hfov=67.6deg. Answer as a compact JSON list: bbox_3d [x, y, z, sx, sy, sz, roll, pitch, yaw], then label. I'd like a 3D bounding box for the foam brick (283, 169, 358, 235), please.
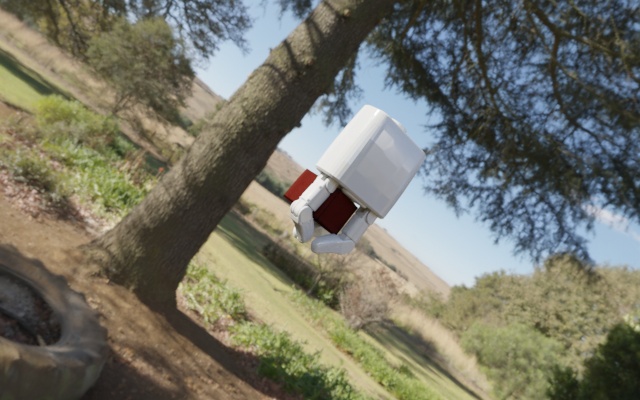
[{"bbox_3d":[0.000,0.002,0.645,0.078,0.051,0.053,35,-4,42],"label":"foam brick"}]
